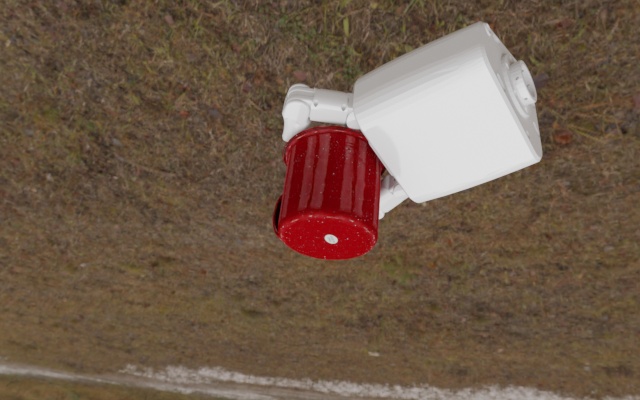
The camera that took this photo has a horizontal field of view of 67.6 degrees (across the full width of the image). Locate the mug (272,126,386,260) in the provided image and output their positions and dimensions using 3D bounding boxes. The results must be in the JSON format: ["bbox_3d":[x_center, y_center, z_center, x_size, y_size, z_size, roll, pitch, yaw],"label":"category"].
[{"bbox_3d":[-0.001,0.002,0.411,0.117,0.081,0.093,-21,-41,37],"label":"mug"}]
